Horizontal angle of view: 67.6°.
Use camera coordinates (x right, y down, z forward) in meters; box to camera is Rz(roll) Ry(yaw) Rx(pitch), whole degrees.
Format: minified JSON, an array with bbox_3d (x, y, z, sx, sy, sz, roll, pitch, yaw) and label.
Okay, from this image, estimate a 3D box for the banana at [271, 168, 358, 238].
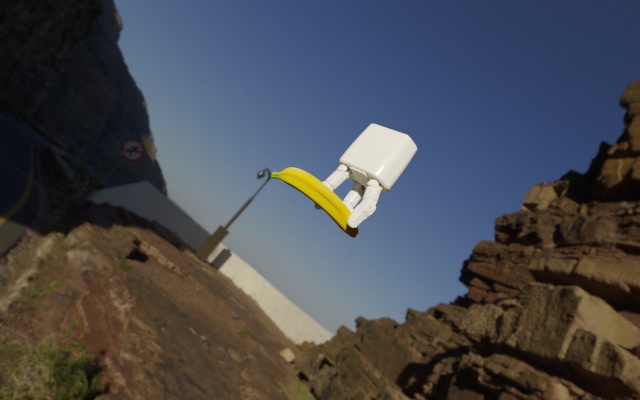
[{"bbox_3d":[0.003,-0.002,0.860,0.198,0.037,0.069,39,-17,-8],"label":"banana"}]
